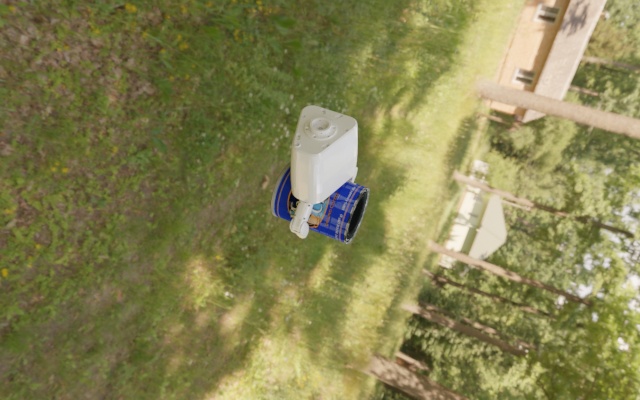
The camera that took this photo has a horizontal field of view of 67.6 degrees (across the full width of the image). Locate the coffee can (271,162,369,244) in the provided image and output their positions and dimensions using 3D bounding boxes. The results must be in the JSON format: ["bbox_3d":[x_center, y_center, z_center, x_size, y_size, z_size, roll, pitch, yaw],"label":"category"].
[{"bbox_3d":[0.000,0.003,0.821,0.140,0.103,0.103,21,6,15],"label":"coffee can"}]
